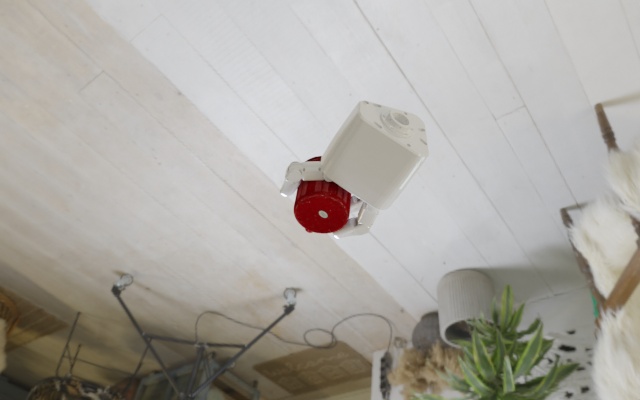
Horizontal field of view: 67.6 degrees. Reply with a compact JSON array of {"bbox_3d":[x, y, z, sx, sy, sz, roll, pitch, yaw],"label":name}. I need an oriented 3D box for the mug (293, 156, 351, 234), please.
[{"bbox_3d":[-0.001,0.003,0.717,0.093,0.081,0.117,21,-49,-11],"label":"mug"}]
